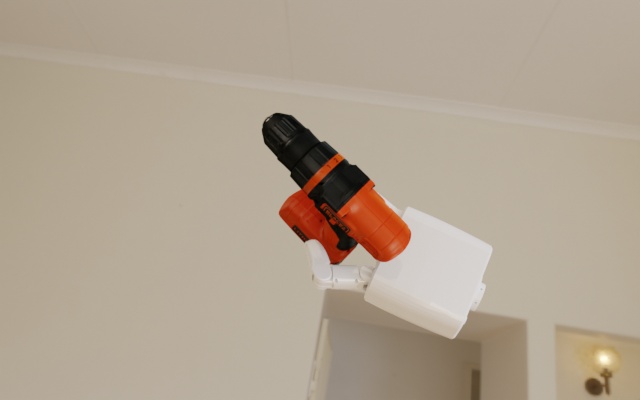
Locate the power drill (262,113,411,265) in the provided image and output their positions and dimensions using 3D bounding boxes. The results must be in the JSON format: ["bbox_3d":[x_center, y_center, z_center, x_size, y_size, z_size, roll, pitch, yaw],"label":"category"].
[{"bbox_3d":[0.000,0.002,0.529,0.057,0.184,0.188,-42,-3,-16],"label":"power drill"}]
